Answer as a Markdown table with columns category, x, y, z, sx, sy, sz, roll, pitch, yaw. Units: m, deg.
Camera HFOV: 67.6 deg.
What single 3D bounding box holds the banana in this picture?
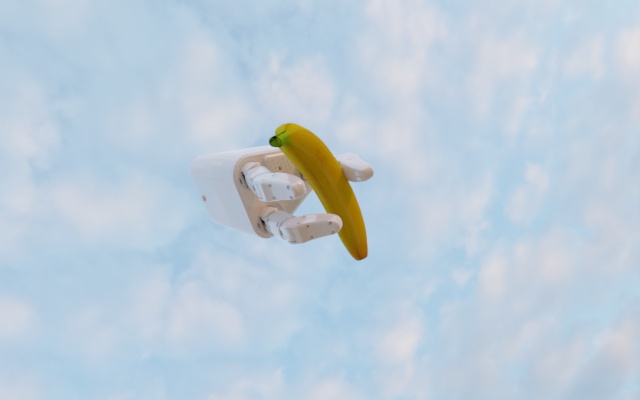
| category | x | y | z | sx | sy | sz | roll | pitch | yaw |
| --- | --- | --- | --- | --- | --- | --- | --- | --- | --- |
| banana | 0.002 | -0.015 | 0.494 | 0.037 | 0.069 | 0.198 | -10 | -43 | 30 |
